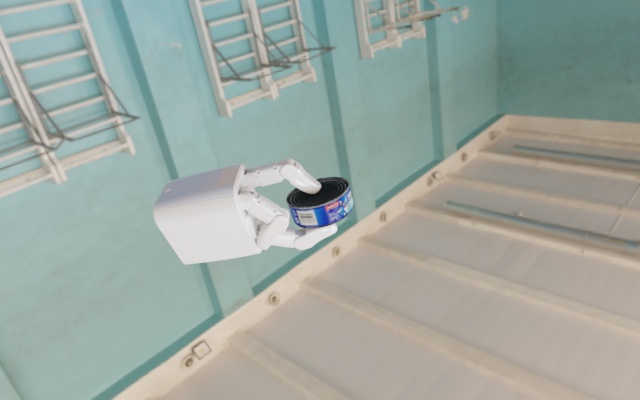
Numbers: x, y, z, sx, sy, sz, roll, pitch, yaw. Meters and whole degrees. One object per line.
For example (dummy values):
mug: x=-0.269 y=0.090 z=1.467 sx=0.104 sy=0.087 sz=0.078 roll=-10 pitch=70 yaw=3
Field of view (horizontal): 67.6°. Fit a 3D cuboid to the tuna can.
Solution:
tuna can: x=0.000 y=0.003 z=0.634 sx=0.086 sy=0.034 sz=0.086 roll=-14 pitch=25 yaw=6
